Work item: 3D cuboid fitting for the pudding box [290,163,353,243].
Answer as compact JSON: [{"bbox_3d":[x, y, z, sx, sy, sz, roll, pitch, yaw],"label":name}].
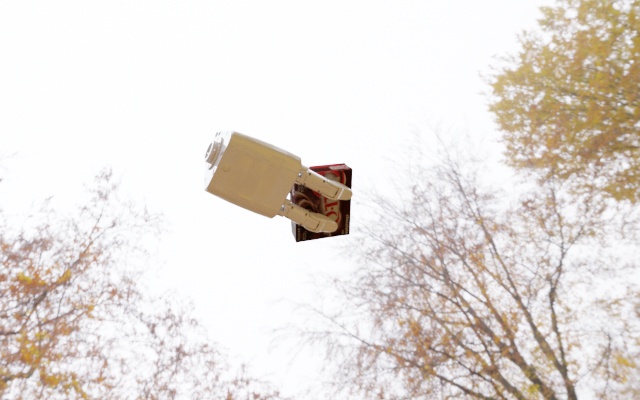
[{"bbox_3d":[0.000,0.002,0.725,0.090,0.113,0.039,-7,26,-17],"label":"pudding box"}]
